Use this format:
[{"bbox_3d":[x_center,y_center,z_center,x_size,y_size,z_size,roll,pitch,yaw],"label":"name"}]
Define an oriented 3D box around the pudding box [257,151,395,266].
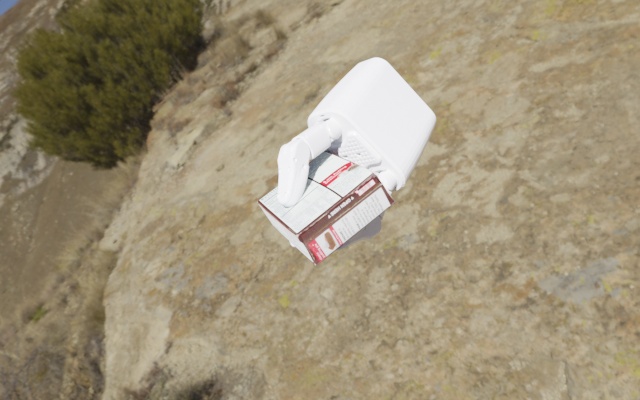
[{"bbox_3d":[0.000,0.001,0.444,0.090,0.039,0.113,-39,26,-10],"label":"pudding box"}]
